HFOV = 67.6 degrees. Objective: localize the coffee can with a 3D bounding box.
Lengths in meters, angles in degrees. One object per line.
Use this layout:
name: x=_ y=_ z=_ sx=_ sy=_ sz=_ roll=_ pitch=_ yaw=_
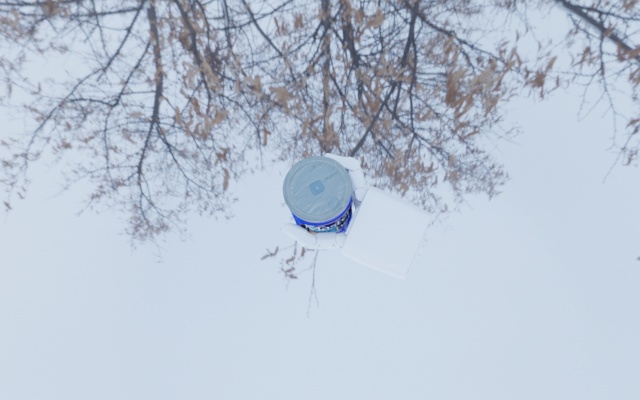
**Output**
coffee can: x=0.000 y=0.002 z=0.767 sx=0.103 sy=0.102 sz=0.140 roll=0 pitch=-18 yaw=4
